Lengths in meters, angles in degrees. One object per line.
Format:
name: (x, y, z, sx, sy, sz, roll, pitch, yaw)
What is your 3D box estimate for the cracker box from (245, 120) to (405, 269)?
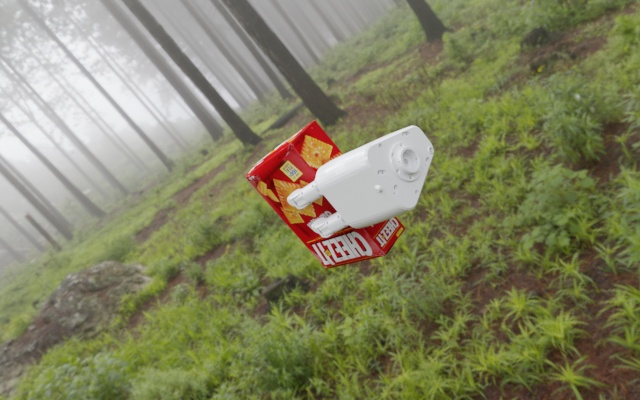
cracker box: (0.000, 0.002, 0.742, 0.072, 0.214, 0.164, -47, 13, -33)
